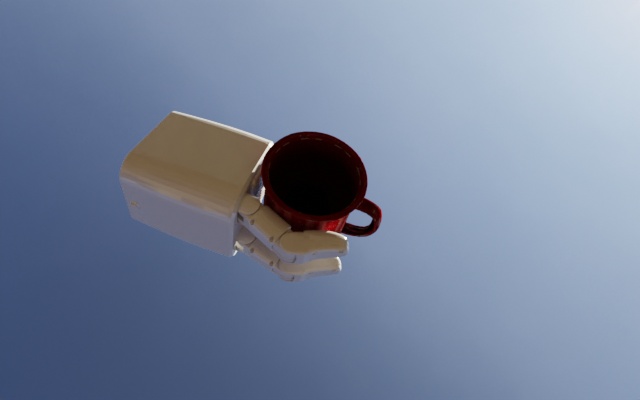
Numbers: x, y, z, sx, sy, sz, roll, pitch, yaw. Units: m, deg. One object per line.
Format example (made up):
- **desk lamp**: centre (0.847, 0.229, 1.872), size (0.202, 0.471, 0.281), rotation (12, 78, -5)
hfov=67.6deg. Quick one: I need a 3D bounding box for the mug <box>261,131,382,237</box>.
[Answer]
- **mug**: centre (0.001, 0.002, 0.443), size (0.117, 0.093, 0.081), rotation (21, -32, 1)
